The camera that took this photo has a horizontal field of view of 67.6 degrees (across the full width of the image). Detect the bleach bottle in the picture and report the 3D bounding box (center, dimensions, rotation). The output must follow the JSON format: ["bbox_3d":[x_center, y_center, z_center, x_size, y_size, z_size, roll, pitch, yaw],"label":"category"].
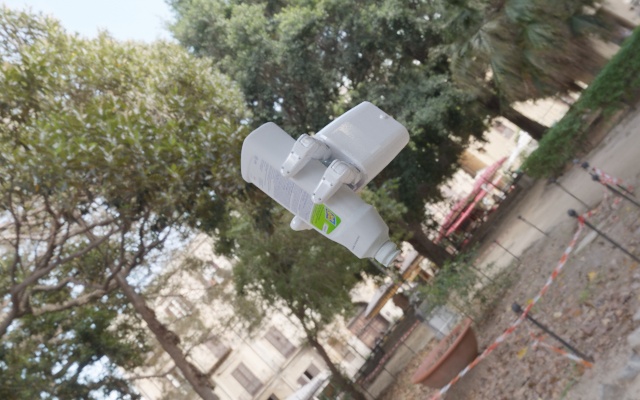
[{"bbox_3d":[0.000,0.002,0.650,0.068,0.250,0.103,-41,-20,-29],"label":"bleach bottle"}]
